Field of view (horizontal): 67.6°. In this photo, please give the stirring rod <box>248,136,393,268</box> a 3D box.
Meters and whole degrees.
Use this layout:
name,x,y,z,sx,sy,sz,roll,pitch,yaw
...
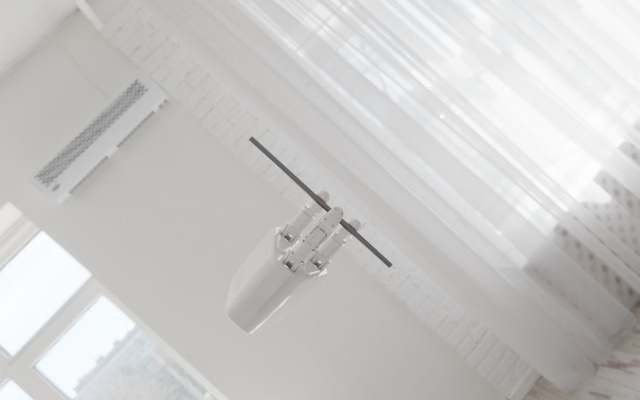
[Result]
name,x,y,z,sx,sy,sz,roll,pitch,yaw
stirring rod,0.000,0.002,0.606,0.239,0.011,0.011,42,0,1
